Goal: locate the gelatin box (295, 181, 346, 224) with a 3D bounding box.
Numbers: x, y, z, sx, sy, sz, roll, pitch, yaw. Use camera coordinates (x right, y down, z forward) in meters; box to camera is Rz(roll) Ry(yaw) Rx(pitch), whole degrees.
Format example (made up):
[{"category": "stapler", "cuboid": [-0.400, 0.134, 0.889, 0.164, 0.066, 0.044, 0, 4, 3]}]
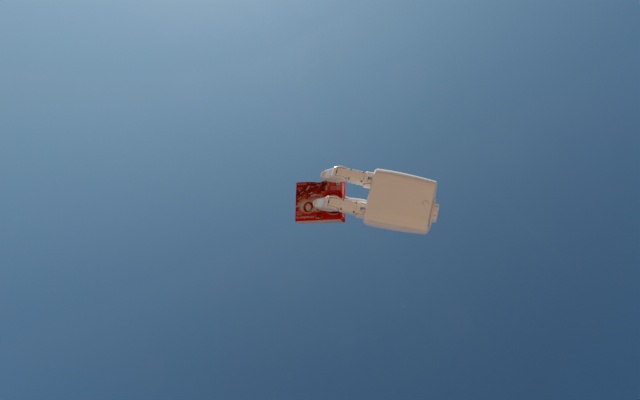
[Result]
[{"category": "gelatin box", "cuboid": [0.000, 0.003, 0.861, 0.089, 0.073, 0.030, -3, -14, 15]}]
